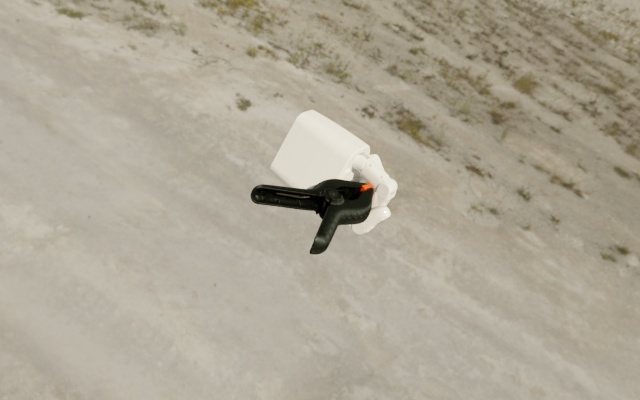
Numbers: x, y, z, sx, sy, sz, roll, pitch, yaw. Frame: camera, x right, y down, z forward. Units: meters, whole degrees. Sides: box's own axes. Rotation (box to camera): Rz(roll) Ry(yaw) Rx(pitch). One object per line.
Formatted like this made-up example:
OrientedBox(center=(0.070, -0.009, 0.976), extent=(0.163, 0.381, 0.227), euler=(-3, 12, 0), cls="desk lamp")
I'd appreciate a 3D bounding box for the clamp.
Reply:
OrientedBox(center=(0.000, 0.001, 0.594), extent=(0.120, 0.039, 0.171), euler=(39, 33, 19), cls="clamp")
